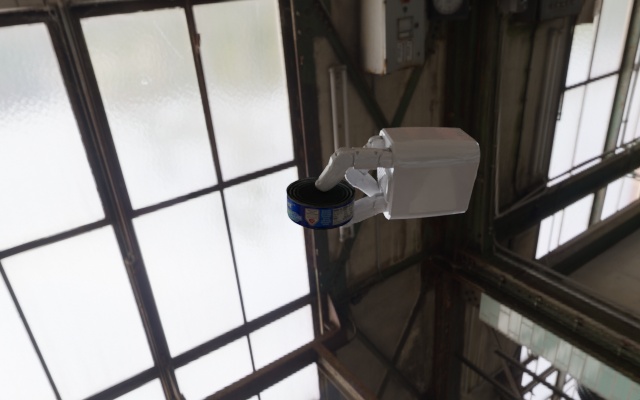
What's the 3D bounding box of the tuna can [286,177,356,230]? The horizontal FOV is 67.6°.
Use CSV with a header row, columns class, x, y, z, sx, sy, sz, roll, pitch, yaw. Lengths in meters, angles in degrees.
class,x,y,z,sx,sy,sz,roll,pitch,yaw
tuna can,0.000,0.002,0.592,0.086,0.034,0.086,1,26,-1
